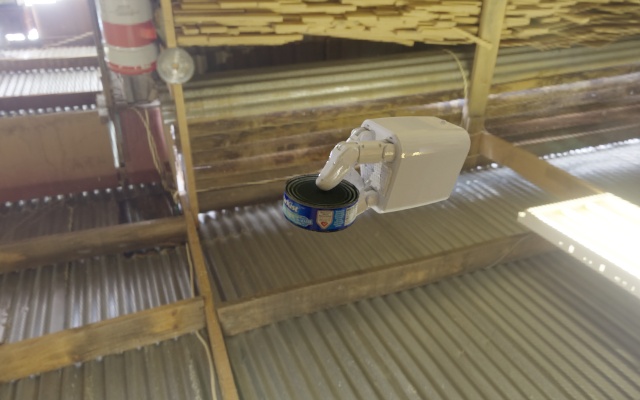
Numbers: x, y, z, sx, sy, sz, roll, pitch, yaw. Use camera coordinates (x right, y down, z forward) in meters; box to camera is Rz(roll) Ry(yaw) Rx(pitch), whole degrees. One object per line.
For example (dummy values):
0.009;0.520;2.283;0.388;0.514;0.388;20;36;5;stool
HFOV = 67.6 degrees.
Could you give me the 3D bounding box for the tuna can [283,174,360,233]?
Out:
0.000;0.002;0.544;0.086;0.034;0.086;5;26;-2;tuna can
